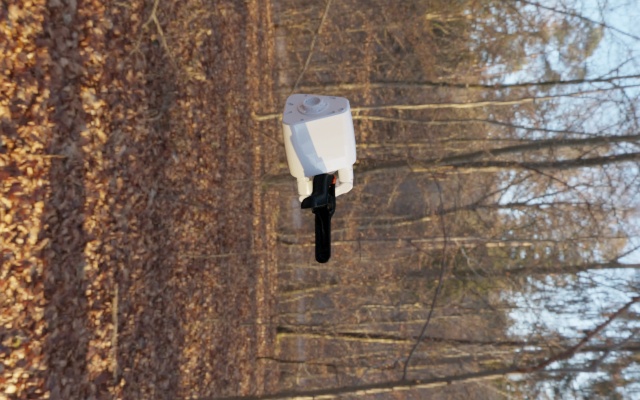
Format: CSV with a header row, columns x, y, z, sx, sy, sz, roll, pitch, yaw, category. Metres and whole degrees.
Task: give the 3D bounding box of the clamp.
x,y,z,sx,sy,sz,roll,pitch,yaw,category
0.001,0.002,0.774,0.039,0.120,0.171,-3,43,7,clamp
